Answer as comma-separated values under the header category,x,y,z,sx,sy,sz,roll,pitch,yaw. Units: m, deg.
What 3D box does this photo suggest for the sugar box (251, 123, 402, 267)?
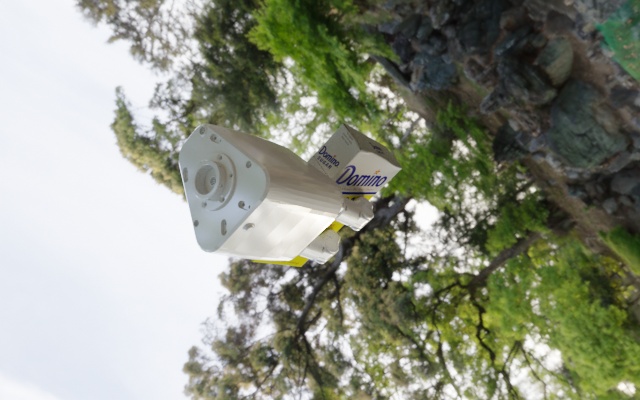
category,x,y,z,sx,sy,sz,roll,pitch,yaw
sugar box,0.000,0.002,0.532,0.176,0.048,0.093,-44,-31,21
